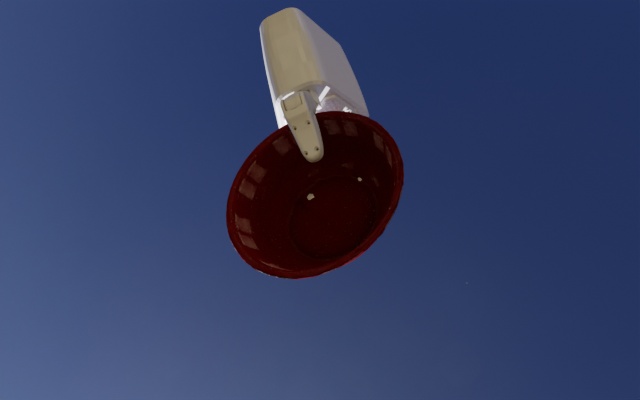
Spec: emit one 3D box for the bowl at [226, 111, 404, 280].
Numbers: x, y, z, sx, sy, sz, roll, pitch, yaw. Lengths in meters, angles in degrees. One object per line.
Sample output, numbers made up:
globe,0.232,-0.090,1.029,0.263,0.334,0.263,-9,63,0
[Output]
bowl,0.000,0.003,0.420,0.162,0.162,0.055,0,-29,26
